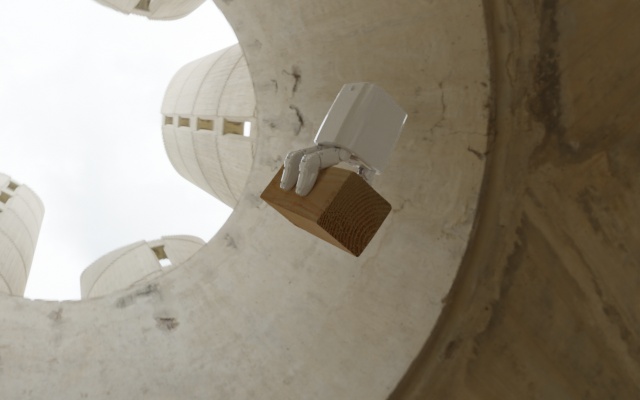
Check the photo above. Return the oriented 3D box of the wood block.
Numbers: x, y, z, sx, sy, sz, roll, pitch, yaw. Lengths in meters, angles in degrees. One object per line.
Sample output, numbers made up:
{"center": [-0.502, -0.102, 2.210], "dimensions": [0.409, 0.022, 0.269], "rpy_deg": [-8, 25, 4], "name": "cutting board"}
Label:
{"center": [0.000, 0.002, 0.733], "dimensions": [0.091, 0.090, 0.206], "rpy_deg": [40, -10, -28], "name": "wood block"}
